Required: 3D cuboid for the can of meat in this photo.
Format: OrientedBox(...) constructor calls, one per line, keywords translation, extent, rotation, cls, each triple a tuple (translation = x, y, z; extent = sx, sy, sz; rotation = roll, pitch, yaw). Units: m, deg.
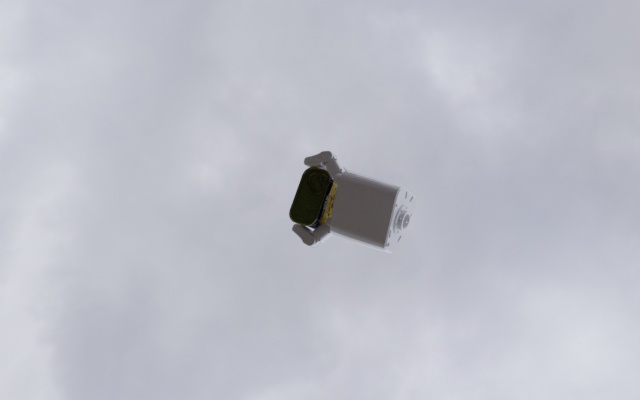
OrientedBox(translation=(0.000, 0.003, 0.845), extent=(0.057, 0.102, 0.084), rotation=(15, -7, 32), cls="can of meat")
